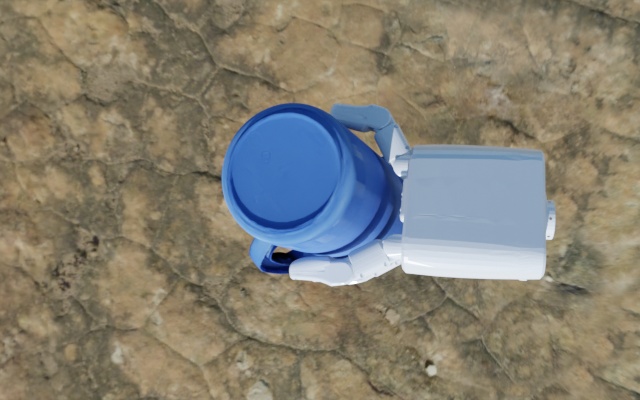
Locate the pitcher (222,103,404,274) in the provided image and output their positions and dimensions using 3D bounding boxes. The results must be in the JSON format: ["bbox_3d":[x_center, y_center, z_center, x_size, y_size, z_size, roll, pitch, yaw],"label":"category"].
[{"bbox_3d":[0.000,0.001,0.460,0.145,0.149,0.243,2,-7,17],"label":"pitcher"}]
